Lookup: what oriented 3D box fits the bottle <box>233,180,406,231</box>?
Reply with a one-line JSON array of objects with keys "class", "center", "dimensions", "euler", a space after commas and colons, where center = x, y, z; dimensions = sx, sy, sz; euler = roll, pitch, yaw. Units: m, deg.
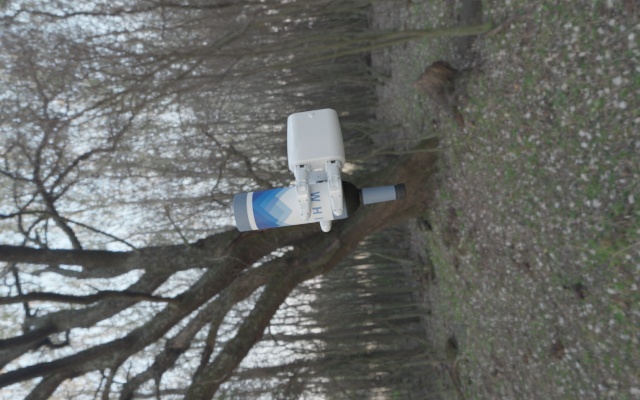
[{"class": "bottle", "center": [0.000, 0.003, 0.834], "dimensions": [0.296, 0.069, 0.069], "euler": [-8, -1, 4]}]
